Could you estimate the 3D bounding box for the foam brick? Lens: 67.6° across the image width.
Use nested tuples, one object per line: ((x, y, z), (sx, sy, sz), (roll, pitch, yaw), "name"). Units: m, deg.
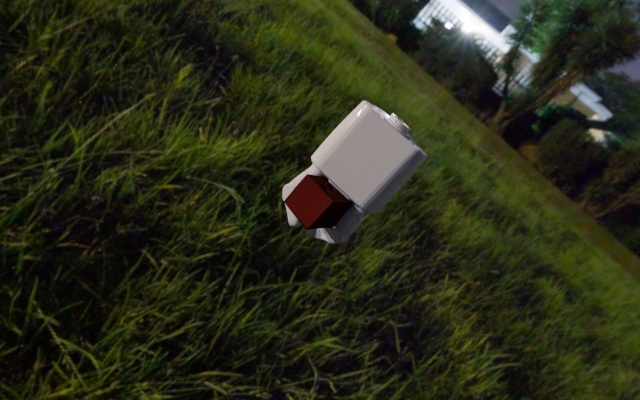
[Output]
((0.000, 0.002, 0.632), (0.051, 0.053, 0.078), (-48, -19, 18), "foam brick")
